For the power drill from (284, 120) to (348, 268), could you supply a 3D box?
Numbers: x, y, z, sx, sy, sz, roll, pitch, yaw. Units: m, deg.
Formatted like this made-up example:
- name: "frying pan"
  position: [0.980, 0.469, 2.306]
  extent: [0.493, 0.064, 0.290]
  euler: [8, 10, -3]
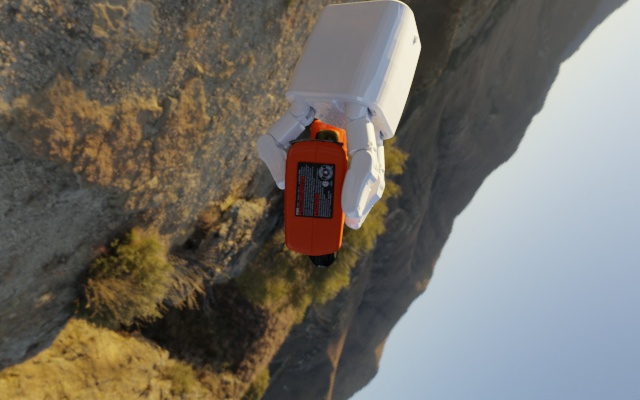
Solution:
- name: "power drill"
  position: [0.000, 0.002, 0.523]
  extent: [0.057, 0.184, 0.187]
  euler: [1, 8, 3]
